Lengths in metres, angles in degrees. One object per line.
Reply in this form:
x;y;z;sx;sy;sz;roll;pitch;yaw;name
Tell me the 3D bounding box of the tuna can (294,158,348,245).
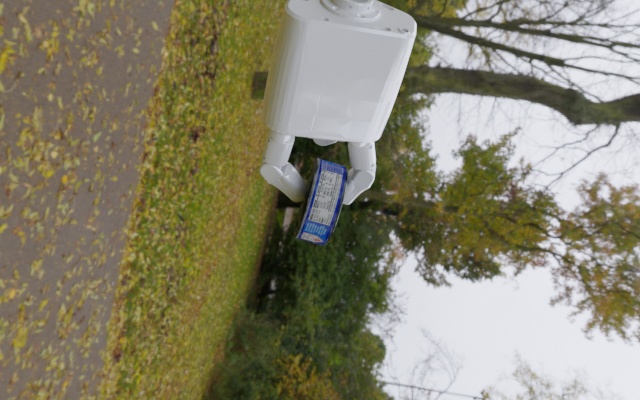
0.001;0.002;0.491;0.034;0.086;0.086;16;-2;-6;tuna can
